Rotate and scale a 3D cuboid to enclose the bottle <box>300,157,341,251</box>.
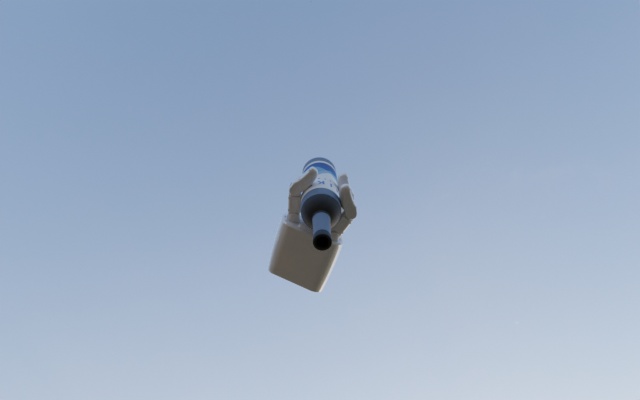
[{"bbox_3d":[0.000,0.002,0.805,0.069,0.069,0.295,0,23,-1],"label":"bottle"}]
